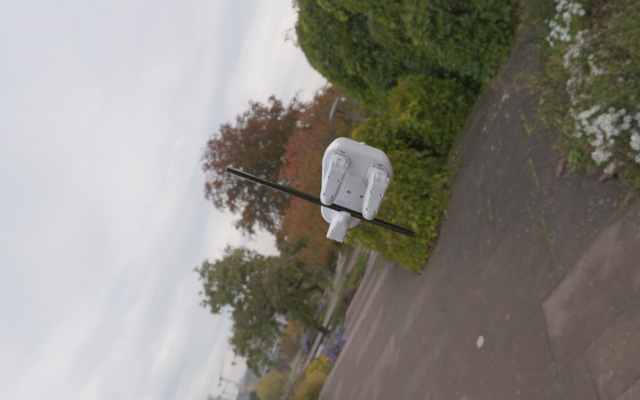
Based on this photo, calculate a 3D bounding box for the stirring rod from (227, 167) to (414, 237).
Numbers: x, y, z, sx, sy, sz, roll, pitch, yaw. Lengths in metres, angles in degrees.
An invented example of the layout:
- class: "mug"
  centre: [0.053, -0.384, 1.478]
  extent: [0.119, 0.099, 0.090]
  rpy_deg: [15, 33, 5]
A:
- class: "stirring rod"
  centre: [0.000, 0.002, 0.584]
  extent: [0.239, 0.011, 0.011]
  rpy_deg: [19, 0, 0]
